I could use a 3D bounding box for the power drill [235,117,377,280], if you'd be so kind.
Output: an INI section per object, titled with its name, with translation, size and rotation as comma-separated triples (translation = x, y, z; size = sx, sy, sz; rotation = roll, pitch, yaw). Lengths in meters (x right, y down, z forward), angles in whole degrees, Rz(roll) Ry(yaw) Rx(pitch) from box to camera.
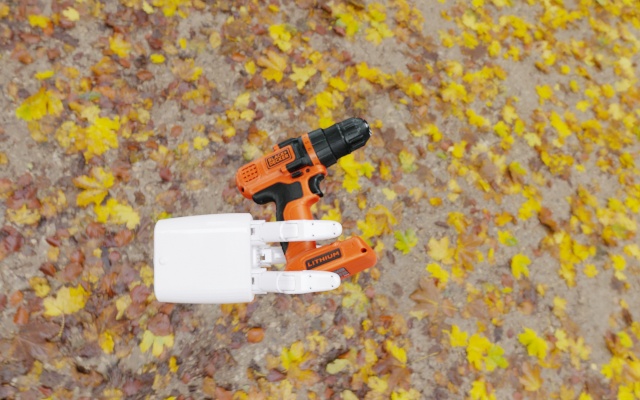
[power drill]
translation = 0.000, 0.002, 0.577
size = 0.184, 0.187, 0.057
rotation = -25, -28, 9
